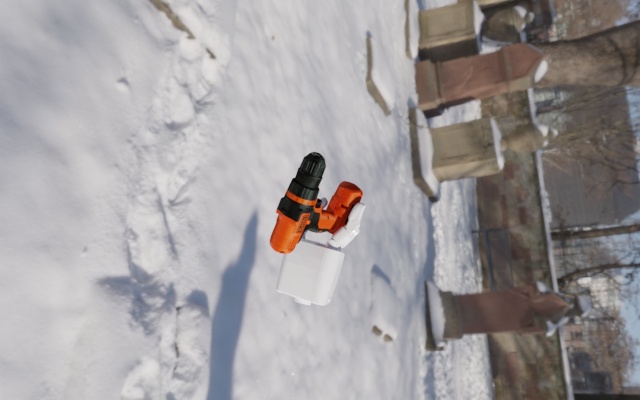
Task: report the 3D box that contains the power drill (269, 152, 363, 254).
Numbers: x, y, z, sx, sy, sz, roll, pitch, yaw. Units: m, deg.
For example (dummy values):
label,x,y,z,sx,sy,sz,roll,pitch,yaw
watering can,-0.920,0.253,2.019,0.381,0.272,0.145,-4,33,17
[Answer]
label,x,y,z,sx,sy,sz,roll,pitch,yaw
power drill,0.000,0.003,0.854,0.057,0.184,0.187,35,20,30
